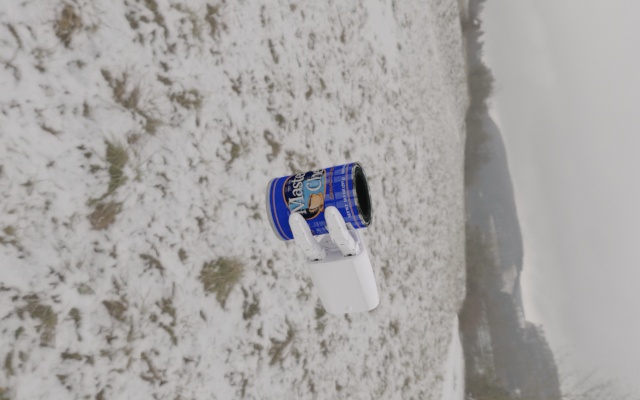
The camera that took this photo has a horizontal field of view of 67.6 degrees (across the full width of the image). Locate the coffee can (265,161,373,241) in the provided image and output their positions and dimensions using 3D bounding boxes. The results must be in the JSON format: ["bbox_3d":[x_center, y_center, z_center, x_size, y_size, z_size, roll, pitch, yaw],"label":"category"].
[{"bbox_3d":[0.000,0.002,0.738,0.140,0.103,0.103,-10,-3,18],"label":"coffee can"}]
